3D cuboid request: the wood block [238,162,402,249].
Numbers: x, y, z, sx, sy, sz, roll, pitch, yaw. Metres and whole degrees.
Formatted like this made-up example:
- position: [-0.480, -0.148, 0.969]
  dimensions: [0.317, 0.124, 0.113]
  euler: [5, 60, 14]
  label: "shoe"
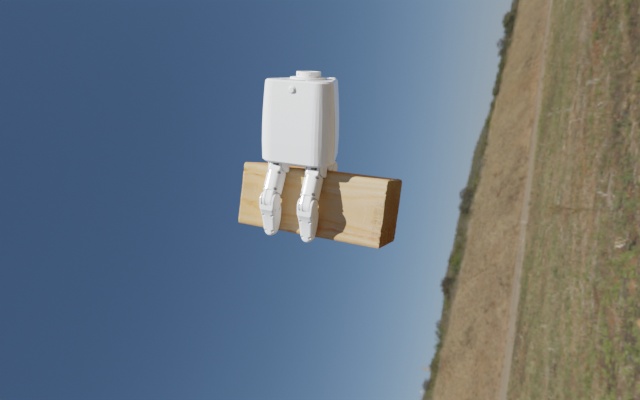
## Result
- position: [0.000, 0.002, 0.674]
  dimensions: [0.206, 0.090, 0.091]
  euler: [9, 6, 21]
  label: "wood block"
